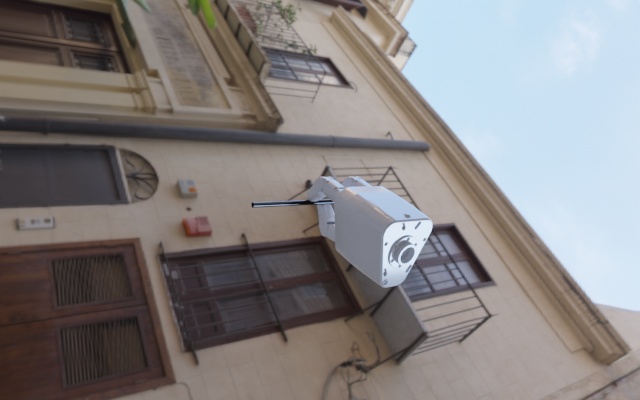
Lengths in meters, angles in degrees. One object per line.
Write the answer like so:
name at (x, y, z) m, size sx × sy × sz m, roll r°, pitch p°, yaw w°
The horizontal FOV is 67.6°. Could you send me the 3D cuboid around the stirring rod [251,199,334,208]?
stirring rod at (0.000, 0.003, 0.761) m, size 0.239 × 0.011 × 0.011 m, roll -2°, pitch 1°, yaw -35°
